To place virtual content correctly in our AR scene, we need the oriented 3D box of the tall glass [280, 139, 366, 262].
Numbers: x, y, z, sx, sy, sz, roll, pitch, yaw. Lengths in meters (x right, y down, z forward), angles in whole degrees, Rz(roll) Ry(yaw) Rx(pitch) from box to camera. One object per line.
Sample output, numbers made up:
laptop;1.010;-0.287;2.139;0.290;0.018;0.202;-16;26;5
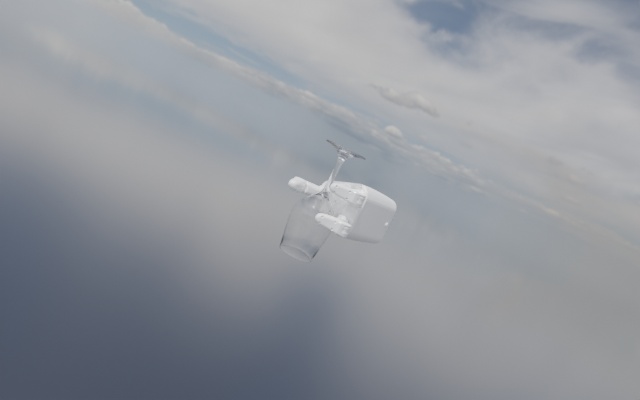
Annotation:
tall glass;0.000;0.002;0.813;0.079;0.201;0.079;26;6;-3
